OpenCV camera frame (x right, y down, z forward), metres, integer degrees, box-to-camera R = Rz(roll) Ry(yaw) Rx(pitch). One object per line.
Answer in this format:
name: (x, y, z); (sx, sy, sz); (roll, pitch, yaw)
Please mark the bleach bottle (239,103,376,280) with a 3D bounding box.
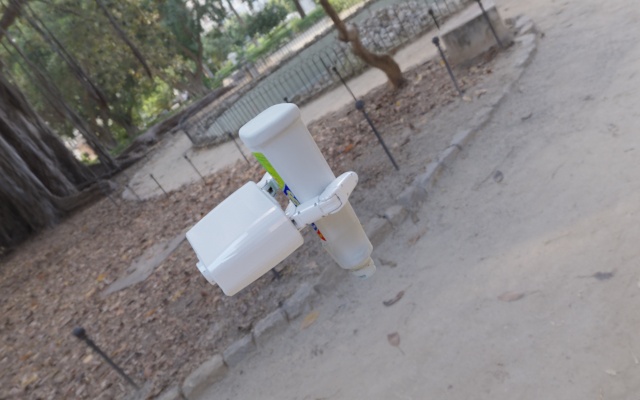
bleach bottle: (0.000, 0.002, 0.593); (0.068, 0.251, 0.102); (-38, 21, -10)
